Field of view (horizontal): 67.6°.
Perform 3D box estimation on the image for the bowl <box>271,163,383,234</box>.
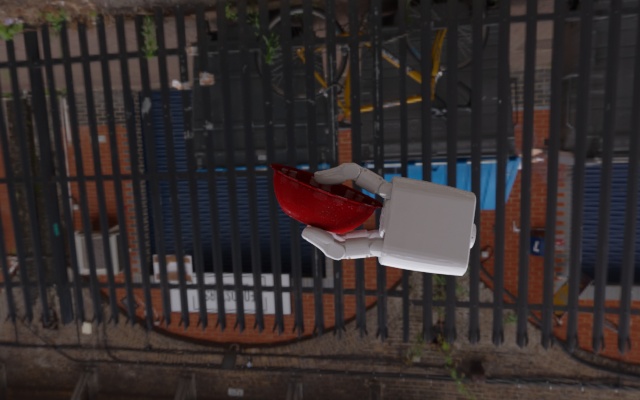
[{"bbox_3d":[-0.001,0.002,0.648,0.162,0.055,0.162,20,8,-3],"label":"bowl"}]
